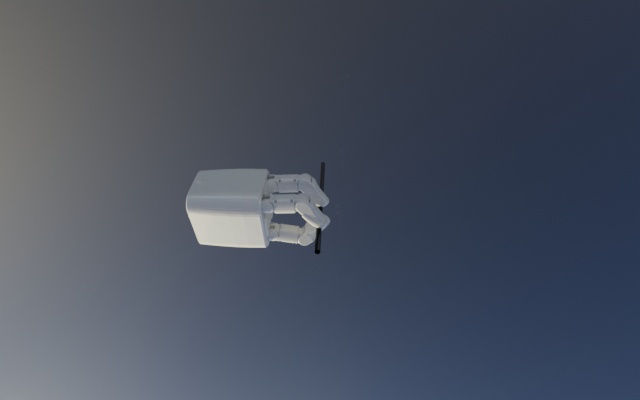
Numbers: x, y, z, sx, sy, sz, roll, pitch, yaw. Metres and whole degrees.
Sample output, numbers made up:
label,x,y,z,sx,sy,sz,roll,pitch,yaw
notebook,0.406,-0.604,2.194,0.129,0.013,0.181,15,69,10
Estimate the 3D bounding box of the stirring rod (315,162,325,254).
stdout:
label,x,y,z,sx,sy,sz,roll,pitch,yaw
stirring rod,0.000,0.002,0.741,0.011,0.011,0.239,0,34,2
